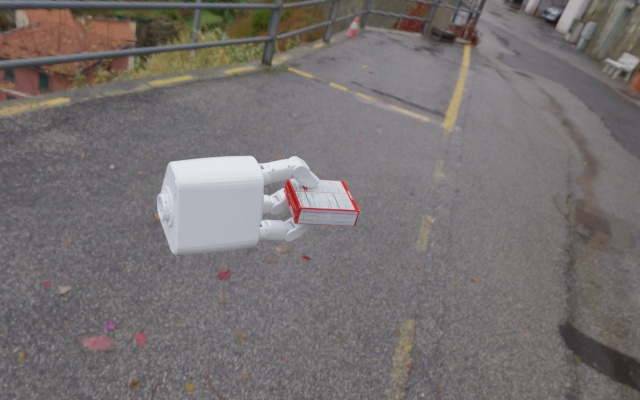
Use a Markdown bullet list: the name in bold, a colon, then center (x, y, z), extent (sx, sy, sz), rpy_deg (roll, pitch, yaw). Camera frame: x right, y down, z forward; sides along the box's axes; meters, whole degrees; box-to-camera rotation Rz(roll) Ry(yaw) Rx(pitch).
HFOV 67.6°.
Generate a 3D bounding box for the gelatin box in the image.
- **gelatin box**: center (0.001, 0.002, 0.656), extent (0.089, 0.030, 0.073), rpy_deg (2, 34, -20)
